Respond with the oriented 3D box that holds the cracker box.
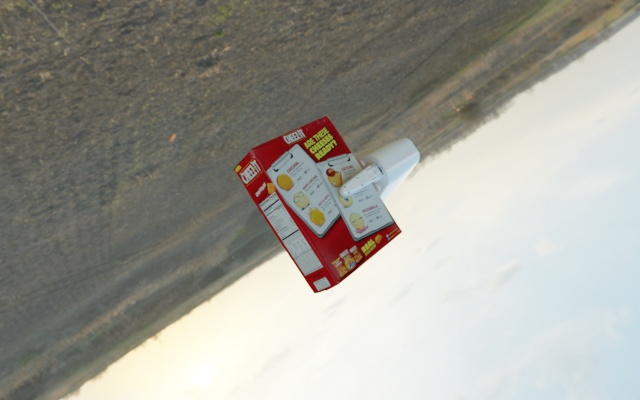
[{"bbox_3d":[0.000,0.002,0.696,0.164,0.213,0.072,-32,-2,-42],"label":"cracker box"}]
